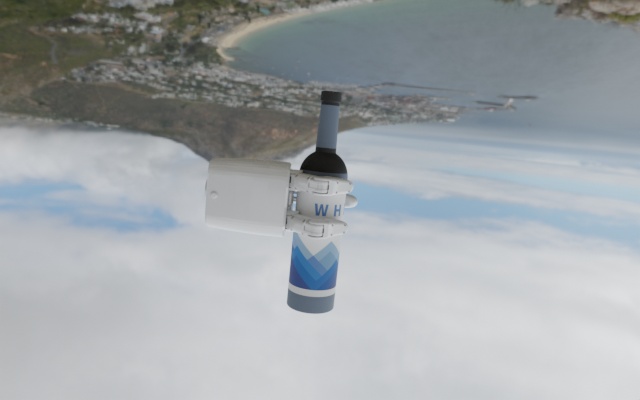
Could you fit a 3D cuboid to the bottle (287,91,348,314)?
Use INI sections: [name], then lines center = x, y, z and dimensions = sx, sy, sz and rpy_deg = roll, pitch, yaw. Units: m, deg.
[bottle]
center = 0.000, 0.002, 0.650
dimensions = 0.069, 0.296, 0.069
rpy_deg = 6, 9, -1
